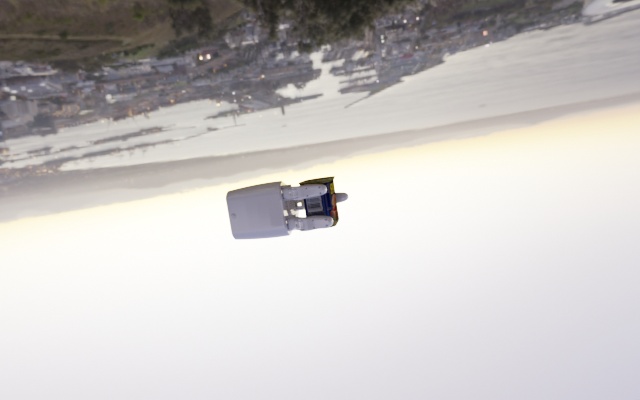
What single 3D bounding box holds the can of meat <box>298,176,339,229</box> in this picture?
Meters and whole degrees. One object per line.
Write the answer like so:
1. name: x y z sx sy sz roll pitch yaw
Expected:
1. can of meat: 0.000 0.003 0.852 0.057 0.084 0.102 -8 5 8
